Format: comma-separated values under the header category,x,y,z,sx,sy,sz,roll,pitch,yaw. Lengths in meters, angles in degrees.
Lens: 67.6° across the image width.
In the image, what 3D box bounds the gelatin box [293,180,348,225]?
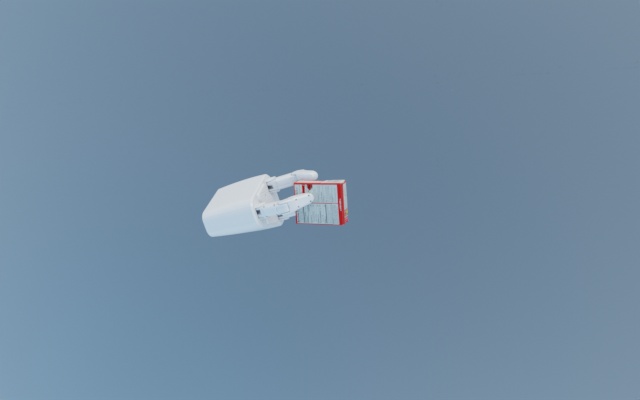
category,x,y,z,sx,sy,sz,roll,pitch,yaw
gelatin box,0.000,0.003,0.810,0.089,0.073,0.030,1,14,20
